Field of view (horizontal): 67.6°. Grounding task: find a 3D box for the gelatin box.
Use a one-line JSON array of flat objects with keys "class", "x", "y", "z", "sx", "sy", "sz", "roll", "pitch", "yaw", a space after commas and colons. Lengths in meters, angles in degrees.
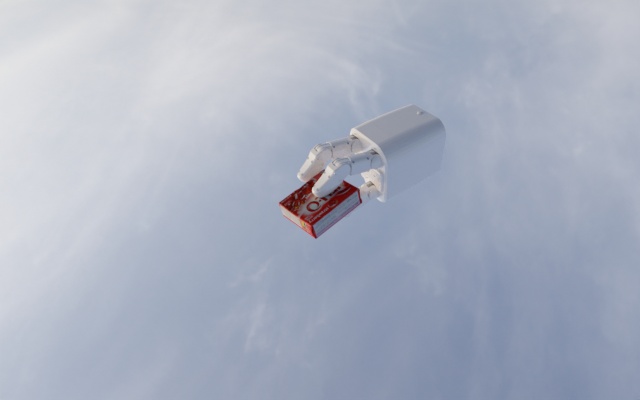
[{"class": "gelatin box", "x": 0.000, "y": 0.003, "z": 0.651, "sx": 0.089, "sy": 0.030, "sz": 0.073, "roll": -38, "pitch": 45, "yaw": -21}]
